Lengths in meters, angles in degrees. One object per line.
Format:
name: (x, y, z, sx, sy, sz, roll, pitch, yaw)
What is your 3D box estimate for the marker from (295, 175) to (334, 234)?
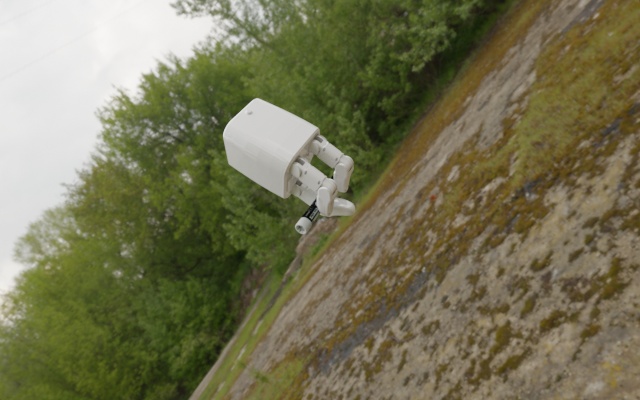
marker: (0.000, 0.002, 0.694, 0.020, 0.020, 0.121, 0, 39, 35)
